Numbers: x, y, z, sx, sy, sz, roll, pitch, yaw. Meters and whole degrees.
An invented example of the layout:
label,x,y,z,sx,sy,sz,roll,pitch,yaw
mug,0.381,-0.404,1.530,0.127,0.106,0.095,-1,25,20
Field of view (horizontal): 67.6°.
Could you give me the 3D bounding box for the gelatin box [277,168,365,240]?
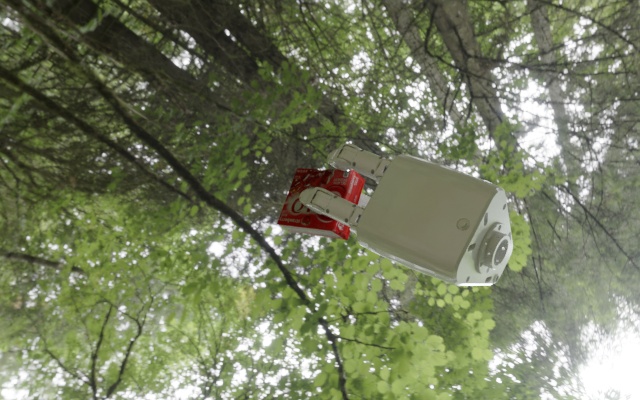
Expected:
label,x,y,z,sx,sy,sz,roll,pitch,yaw
gelatin box,0.000,0.002,0.540,0.089,0.073,0.030,5,-21,42
